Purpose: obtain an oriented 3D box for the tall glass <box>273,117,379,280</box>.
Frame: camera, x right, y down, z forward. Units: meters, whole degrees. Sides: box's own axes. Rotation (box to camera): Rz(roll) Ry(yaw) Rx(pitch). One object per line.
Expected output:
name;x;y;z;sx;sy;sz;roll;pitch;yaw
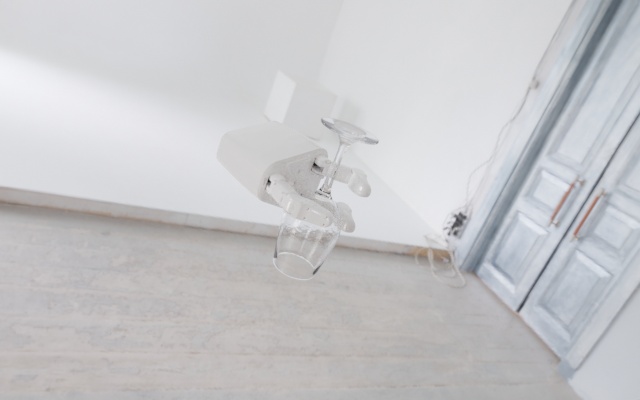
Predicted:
tall glass;0.000;0.001;0.603;0.079;0.201;0.079;19;21;-8
